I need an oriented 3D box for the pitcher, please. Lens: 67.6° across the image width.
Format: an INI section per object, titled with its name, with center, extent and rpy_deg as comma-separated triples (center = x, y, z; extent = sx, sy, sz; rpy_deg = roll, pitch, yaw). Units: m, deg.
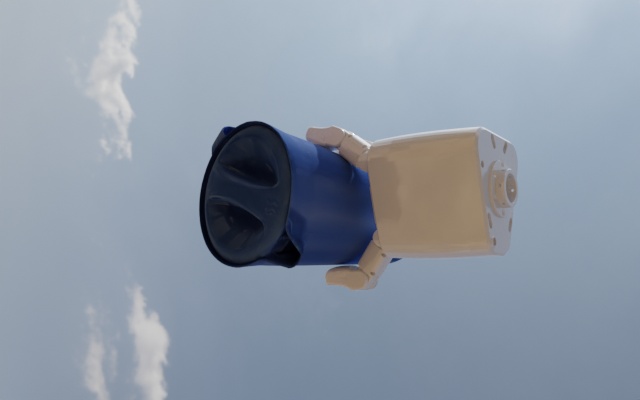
[pitcher]
center = 0.000, 0.002, 0.517
extent = 0.145, 0.149, 0.243
rpy_deg = -6, -12, 42
